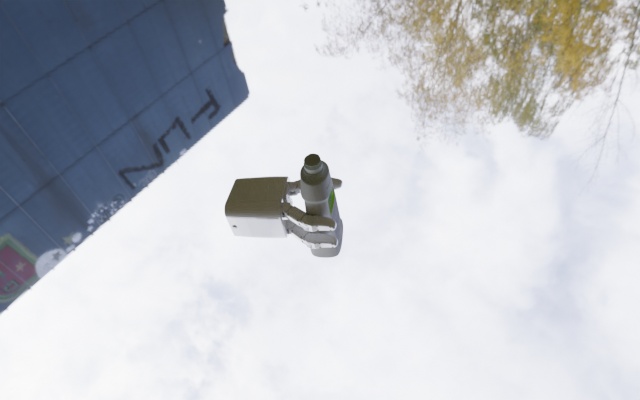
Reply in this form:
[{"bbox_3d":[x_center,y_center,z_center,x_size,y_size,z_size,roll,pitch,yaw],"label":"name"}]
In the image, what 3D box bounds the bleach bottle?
[{"bbox_3d":[0.000,0.003,0.883,0.068,0.102,0.251,0,-38,7],"label":"bleach bottle"}]
